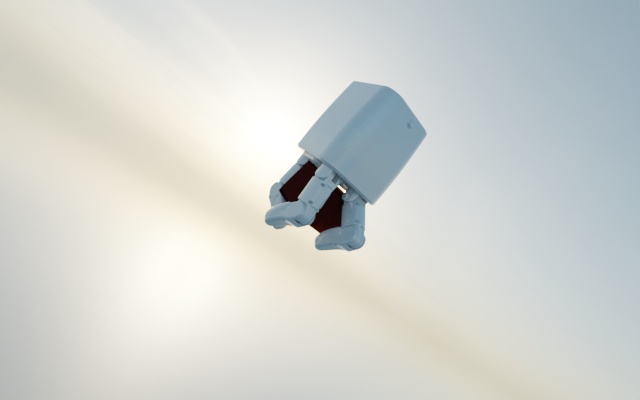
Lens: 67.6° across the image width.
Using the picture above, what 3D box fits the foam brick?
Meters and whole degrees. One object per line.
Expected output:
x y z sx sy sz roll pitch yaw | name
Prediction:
0.000 0.002 0.566 0.078 0.051 0.053 40 9 -44 | foam brick
